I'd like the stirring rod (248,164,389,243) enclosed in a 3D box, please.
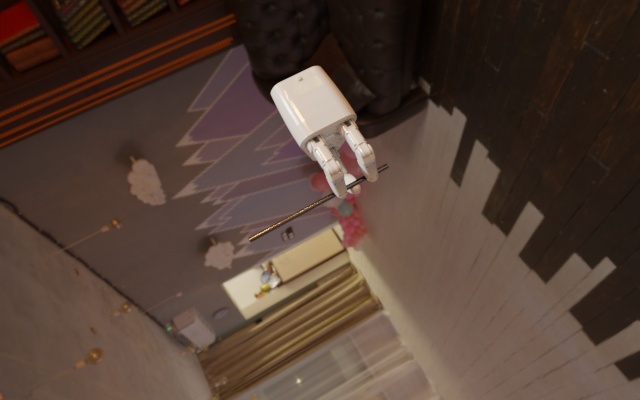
[{"bbox_3d":[0.000,0.002,0.720,0.239,0.011,0.011,-28,5,-10],"label":"stirring rod"}]
